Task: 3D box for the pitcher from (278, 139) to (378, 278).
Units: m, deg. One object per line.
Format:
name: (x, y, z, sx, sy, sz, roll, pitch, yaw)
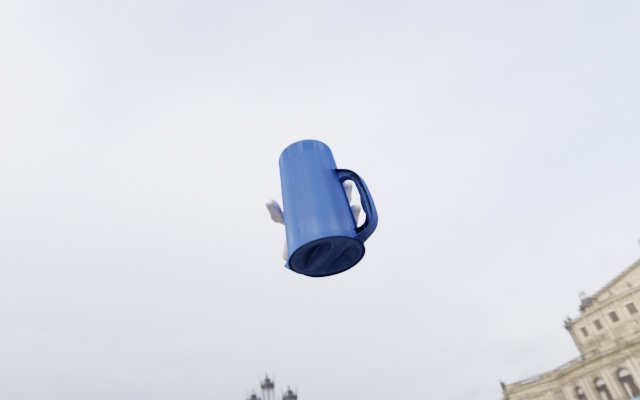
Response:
pitcher: (0.000, 0.003, 0.864, 0.149, 0.242, 0.145, -2, -37, -14)
